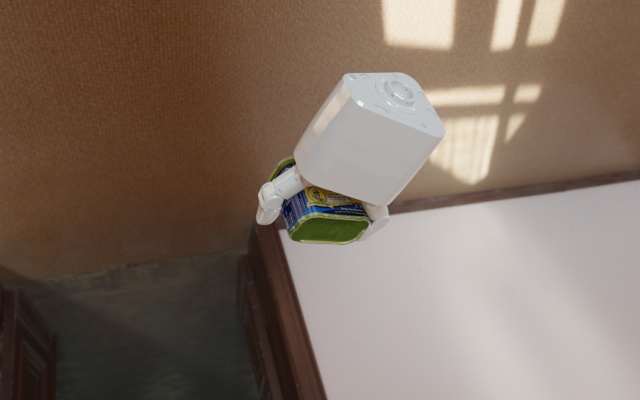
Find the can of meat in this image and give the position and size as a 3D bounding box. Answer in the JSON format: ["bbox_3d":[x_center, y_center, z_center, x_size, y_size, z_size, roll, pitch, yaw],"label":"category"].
[{"bbox_3d":[0.000,0.002,0.553,0.102,0.084,0.057,6,-41,-35],"label":"can of meat"}]
